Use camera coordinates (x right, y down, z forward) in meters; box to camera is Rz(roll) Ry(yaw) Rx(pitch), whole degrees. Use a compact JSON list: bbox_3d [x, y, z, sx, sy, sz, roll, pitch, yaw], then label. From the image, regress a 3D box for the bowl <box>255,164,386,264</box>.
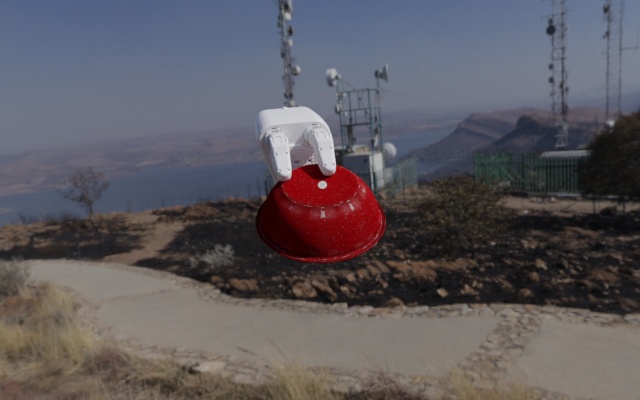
[{"bbox_3d":[0.001,0.002,0.577,0.162,0.055,0.162,0,37,0],"label":"bowl"}]
